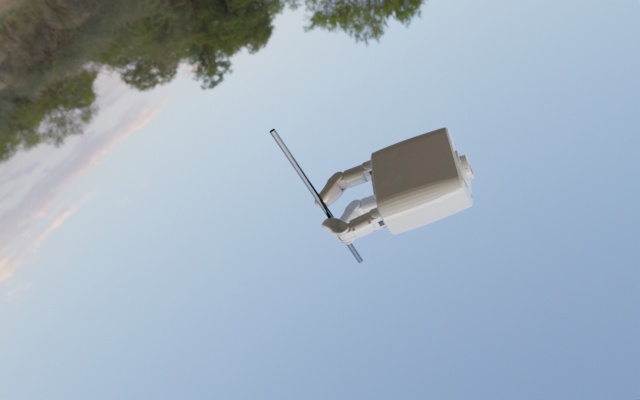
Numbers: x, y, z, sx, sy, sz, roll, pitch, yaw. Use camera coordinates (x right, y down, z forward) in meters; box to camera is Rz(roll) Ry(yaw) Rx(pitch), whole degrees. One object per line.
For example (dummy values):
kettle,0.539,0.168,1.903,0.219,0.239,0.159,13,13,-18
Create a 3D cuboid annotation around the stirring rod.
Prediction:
stirring rod,0.000,0.002,0.634,0.011,0.240,0.011,-24,32,16
